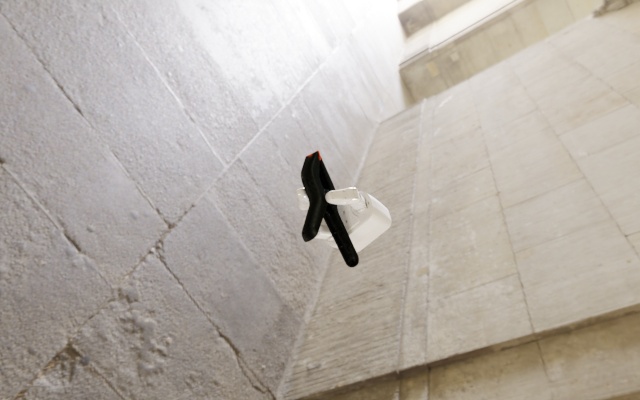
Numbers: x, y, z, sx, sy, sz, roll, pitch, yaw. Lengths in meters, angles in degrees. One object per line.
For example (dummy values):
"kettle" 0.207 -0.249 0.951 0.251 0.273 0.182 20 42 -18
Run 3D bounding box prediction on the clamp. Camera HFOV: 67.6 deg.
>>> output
"clamp" 0.001 0.002 0.806 0.036 0.210 0.164 -24 -25 20
